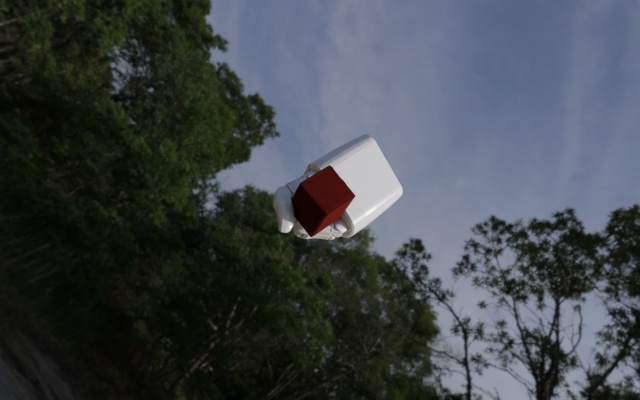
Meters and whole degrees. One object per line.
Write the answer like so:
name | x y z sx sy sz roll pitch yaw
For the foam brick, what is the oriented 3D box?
foam brick | 0.000 0.002 0.608 0.051 0.053 0.078 -33 -12 -26
